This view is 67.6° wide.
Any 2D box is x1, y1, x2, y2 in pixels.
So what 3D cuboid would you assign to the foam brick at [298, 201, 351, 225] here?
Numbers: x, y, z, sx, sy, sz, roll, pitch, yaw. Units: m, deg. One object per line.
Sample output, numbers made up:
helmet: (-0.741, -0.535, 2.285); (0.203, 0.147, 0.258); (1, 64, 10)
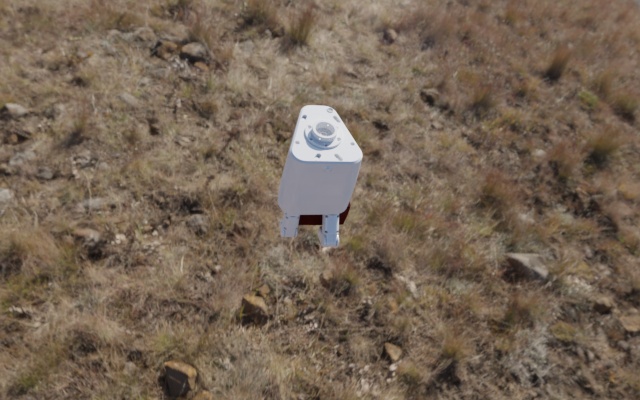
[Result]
foam brick: (0.000, 0.002, 0.714); (0.078, 0.053, 0.051); (0, -34, -13)
